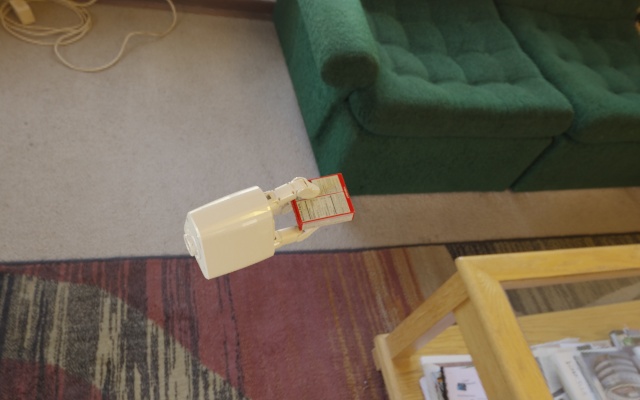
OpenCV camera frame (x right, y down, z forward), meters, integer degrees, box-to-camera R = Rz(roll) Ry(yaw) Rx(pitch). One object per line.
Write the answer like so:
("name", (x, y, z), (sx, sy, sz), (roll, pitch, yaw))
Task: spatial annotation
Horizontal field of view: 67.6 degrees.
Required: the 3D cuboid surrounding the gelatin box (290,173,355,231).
("gelatin box", (0.000, 0.002, 0.739), (0.089, 0.073, 0.030), (-12, -28, -12))
